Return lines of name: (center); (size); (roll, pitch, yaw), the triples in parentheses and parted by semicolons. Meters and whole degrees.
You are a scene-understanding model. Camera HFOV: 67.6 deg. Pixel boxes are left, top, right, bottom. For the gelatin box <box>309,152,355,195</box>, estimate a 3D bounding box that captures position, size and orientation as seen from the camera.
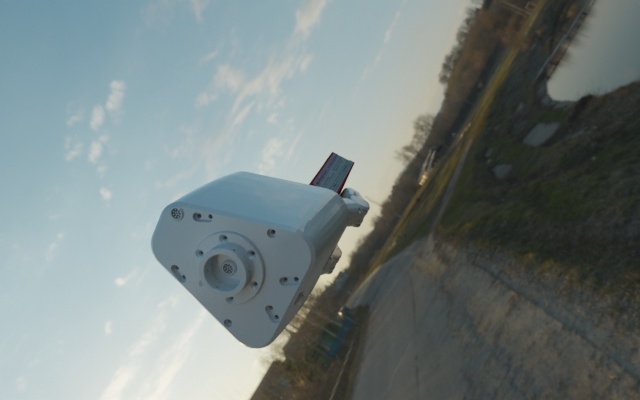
gelatin box: (0.000, 0.001, 0.476); (0.030, 0.073, 0.089); (27, 30, 2)
